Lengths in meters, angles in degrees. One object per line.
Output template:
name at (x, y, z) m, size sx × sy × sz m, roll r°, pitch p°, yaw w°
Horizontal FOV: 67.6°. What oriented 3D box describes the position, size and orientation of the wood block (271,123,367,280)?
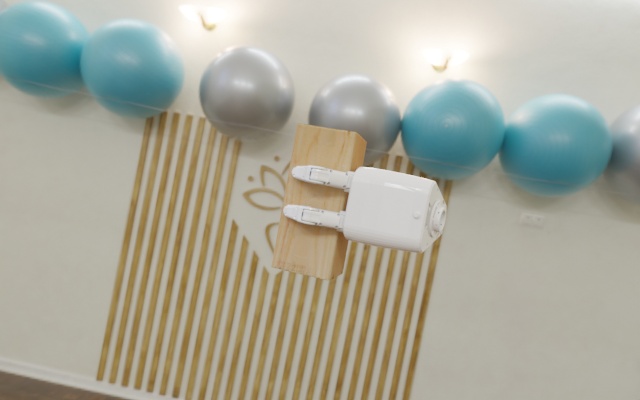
wood block at (0.001, 0.002, 0.702) m, size 0.090 × 0.206 × 0.091 m, roll 11°, pitch 1°, yaw 15°
